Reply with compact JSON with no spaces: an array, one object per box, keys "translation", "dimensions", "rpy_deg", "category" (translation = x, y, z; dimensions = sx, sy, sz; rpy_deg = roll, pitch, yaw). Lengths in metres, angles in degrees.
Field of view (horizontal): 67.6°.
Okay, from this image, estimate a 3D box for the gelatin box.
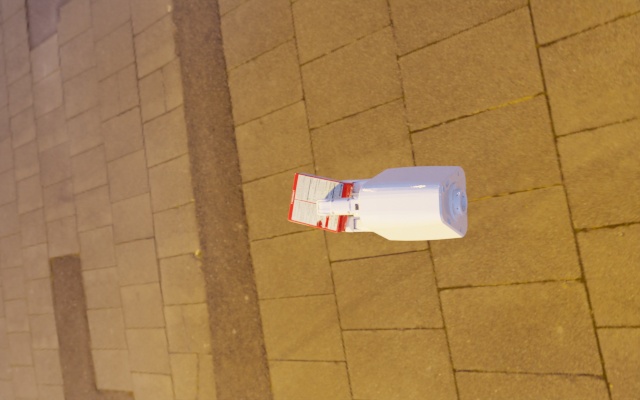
[{"translation":[0.000,0.002,0.702],"dimensions":[0.089,0.073,0.030],"rpy_deg":[12,7,28],"category":"gelatin box"}]
